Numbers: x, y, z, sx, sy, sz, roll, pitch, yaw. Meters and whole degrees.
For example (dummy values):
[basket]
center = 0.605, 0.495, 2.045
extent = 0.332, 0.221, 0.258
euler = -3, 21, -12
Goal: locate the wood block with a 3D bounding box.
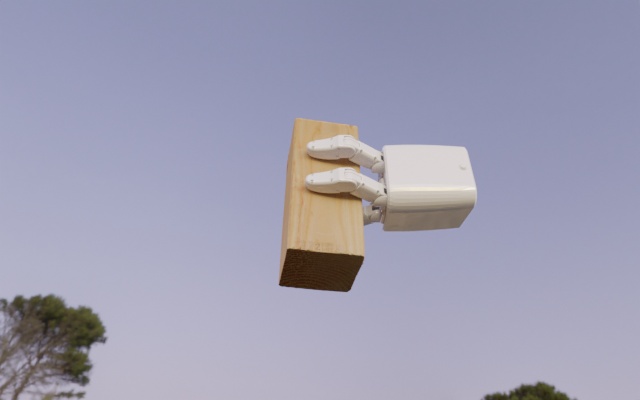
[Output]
[wood block]
center = 0.000, 0.002, 0.613
extent = 0.090, 0.206, 0.091
euler = 6, -39, -7
